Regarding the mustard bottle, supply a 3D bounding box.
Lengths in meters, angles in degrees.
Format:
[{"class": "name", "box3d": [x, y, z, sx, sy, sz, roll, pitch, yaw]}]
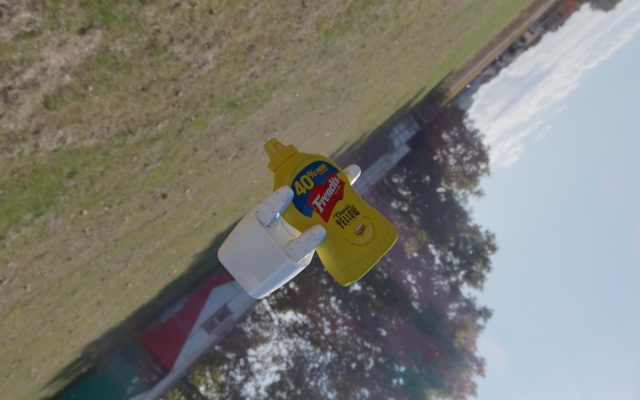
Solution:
[{"class": "mustard bottle", "box3d": [0.000, 0.002, 0.573, 0.096, 0.191, 0.058, -40, -2, -30]}]
